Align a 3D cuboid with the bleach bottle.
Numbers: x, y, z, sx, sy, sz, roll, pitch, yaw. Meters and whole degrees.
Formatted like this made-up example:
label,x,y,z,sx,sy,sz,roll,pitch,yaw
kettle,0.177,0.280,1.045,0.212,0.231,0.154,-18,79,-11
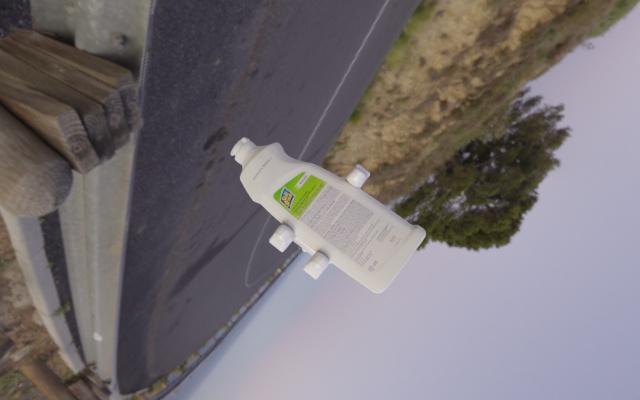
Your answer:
label,x,y,z,sx,sy,sz,roll,pitch,yaw
bleach bottle,0.000,0.002,0.595,0.251,0.102,0.068,38,-10,3
